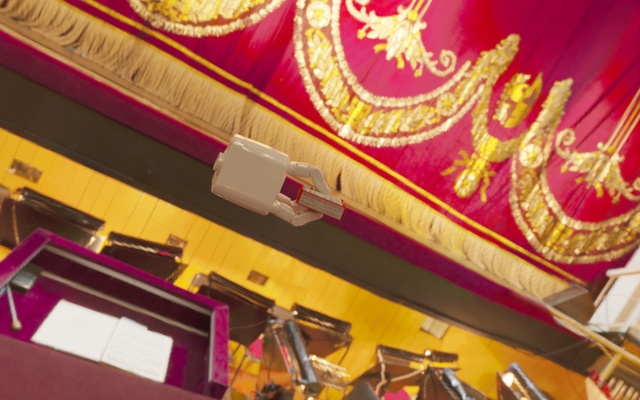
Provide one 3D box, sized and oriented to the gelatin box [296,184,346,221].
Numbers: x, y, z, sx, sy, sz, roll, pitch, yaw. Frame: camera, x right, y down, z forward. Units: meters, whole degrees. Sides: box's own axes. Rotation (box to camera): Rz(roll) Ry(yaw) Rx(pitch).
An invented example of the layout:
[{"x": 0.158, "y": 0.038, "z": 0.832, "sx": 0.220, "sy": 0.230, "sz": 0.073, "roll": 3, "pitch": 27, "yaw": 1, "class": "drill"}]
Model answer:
[{"x": 0.001, "y": 0.003, "z": 0.878, "sx": 0.089, "sy": 0.030, "sz": 0.073, "roll": 21, "pitch": 9, "yaw": -5, "class": "gelatin box"}]
